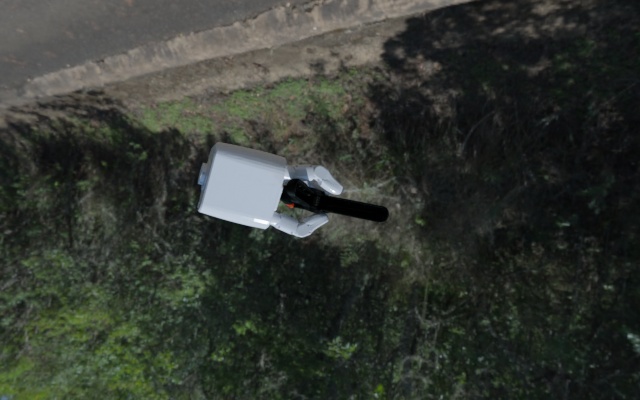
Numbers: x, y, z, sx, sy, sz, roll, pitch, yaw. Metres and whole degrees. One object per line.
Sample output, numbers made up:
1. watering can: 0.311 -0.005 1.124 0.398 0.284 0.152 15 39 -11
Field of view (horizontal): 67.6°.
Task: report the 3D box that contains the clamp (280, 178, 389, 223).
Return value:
1. clamp: 0.000 0.003 0.757 0.164 0.036 0.210 18 -6 -18
